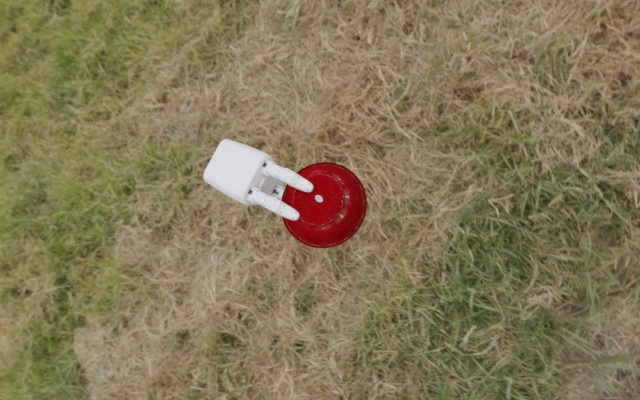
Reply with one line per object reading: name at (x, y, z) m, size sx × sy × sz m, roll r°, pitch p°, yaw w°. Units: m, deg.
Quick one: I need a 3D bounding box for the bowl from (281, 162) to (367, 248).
bowl at (0.001, 0.003, 0.851) m, size 0.162 × 0.162 × 0.055 m, roll 0°, pitch -11°, yaw 11°
